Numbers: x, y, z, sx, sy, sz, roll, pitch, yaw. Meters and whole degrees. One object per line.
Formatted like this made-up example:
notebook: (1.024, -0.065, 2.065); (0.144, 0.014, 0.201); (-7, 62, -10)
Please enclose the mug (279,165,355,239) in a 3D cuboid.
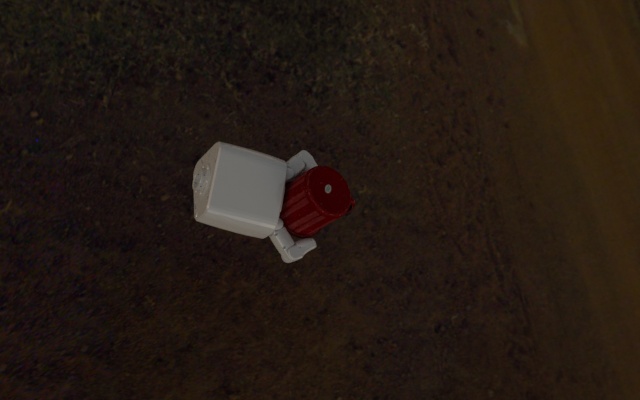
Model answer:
mug: (0.001, 0.003, 0.708); (0.117, 0.093, 0.081); (14, -29, -33)
